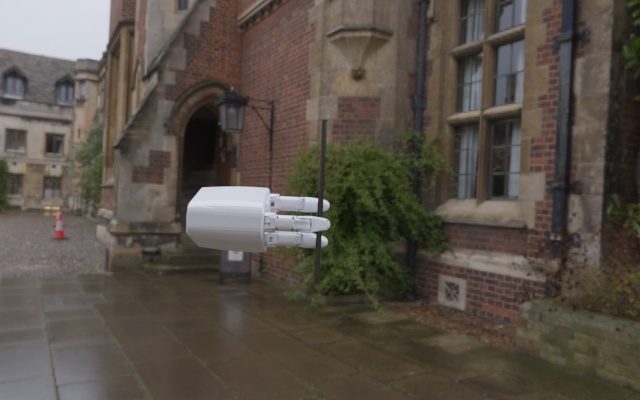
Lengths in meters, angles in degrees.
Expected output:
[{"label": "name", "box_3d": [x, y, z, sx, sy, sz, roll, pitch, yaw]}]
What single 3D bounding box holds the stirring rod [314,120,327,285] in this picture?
[{"label": "stirring rod", "box_3d": [0.000, 0.002, 0.699, 0.011, 0.239, 0.011, 3, 0, 0]}]
